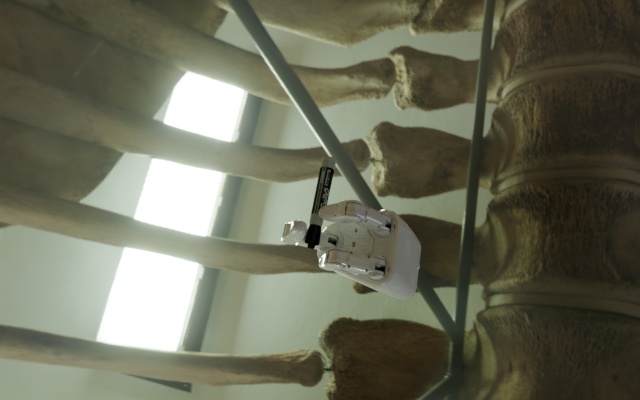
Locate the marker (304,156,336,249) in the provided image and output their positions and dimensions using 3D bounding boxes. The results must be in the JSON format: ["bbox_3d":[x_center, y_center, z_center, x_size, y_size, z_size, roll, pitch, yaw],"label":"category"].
[{"bbox_3d":[0.000,0.002,0.604,0.020,0.121,0.020,10,-18,3],"label":"marker"}]
